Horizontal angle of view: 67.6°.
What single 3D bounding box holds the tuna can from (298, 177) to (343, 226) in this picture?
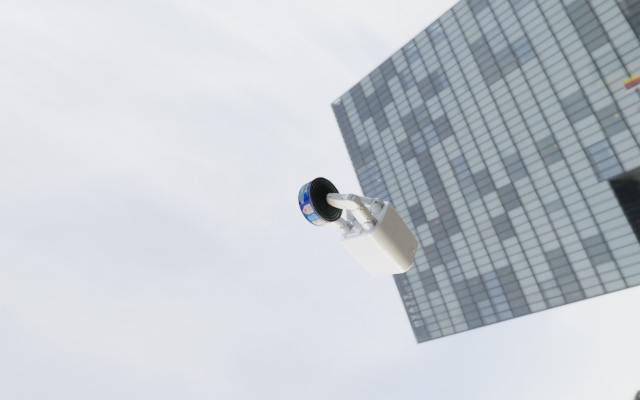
[{"bbox_3d":[0.000,0.003,0.863,0.034,0.086,0.086,-25,-16,39],"label":"tuna can"}]
